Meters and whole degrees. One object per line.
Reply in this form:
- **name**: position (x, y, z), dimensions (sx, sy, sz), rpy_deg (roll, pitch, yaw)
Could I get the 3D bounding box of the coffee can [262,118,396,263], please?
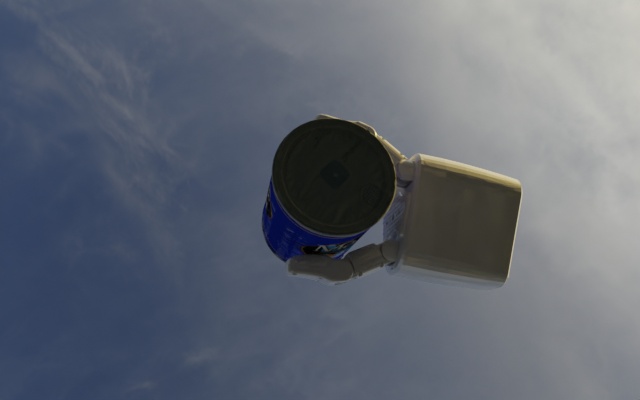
- **coffee can**: position (0.000, 0.001, 0.448), dimensions (0.103, 0.102, 0.140), rpy_deg (0, -19, -11)
